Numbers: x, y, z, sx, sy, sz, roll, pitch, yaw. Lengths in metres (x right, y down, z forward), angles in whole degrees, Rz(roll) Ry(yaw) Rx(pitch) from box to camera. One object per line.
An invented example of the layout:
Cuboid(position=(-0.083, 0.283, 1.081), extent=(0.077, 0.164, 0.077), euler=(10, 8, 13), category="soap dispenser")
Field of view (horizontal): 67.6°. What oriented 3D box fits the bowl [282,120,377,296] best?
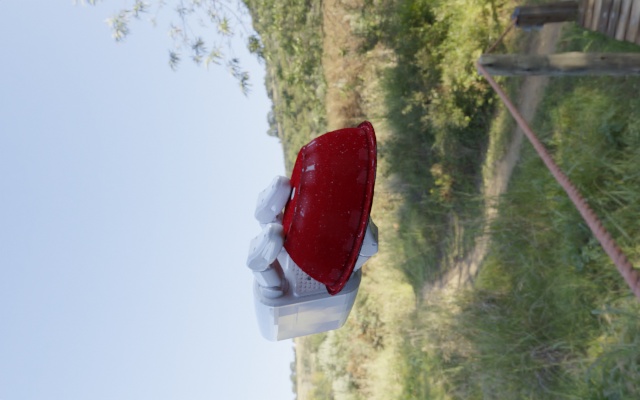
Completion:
Cuboid(position=(0.000, 0.000, 0.435), extent=(0.055, 0.162, 0.162), euler=(12, -2, -10), category="bowl")
